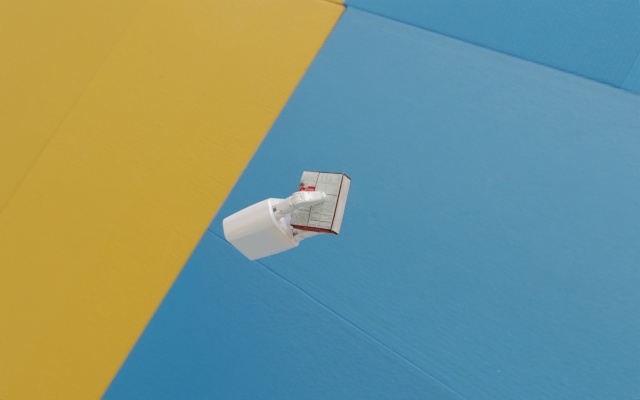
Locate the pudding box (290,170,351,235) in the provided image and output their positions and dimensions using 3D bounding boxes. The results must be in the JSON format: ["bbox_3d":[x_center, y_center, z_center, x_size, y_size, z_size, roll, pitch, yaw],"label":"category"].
[{"bbox_3d":[0.000,0.003,0.885,0.090,0.113,0.039,7,-13,28],"label":"pudding box"}]
